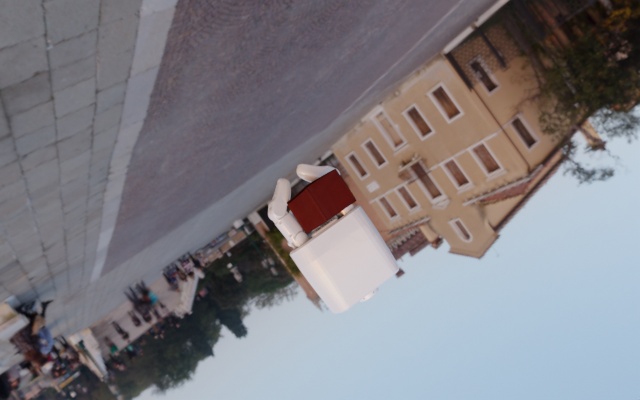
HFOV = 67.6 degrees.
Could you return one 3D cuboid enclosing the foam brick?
[{"bbox_3d":[0.000,0.002,0.627,0.053,0.051,0.078,-32,-2,-28],"label":"foam brick"}]
